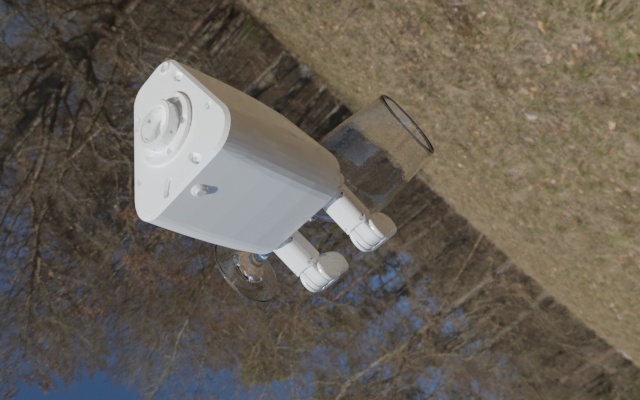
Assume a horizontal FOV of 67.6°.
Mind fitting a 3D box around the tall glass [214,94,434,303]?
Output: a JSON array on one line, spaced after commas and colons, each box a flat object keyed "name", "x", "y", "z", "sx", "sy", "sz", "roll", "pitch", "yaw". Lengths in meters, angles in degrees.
[{"name": "tall glass", "x": 0.000, "y": 0.002, "z": 0.410, "sx": 0.201, "sy": 0.079, "sz": 0.079, "roll": -42, "pitch": -17, "yaw": 20}]
